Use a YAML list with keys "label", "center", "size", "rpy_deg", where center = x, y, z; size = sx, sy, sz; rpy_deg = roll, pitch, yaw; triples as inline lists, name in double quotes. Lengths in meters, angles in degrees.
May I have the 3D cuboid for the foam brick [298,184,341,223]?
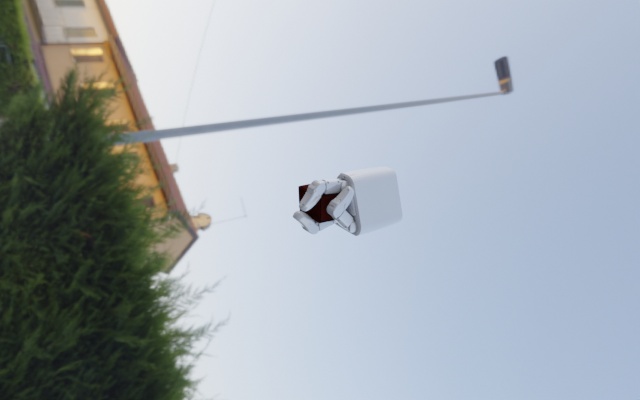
- label: "foam brick"
  center: [0.000, 0.003, 0.886]
  size: [0.051, 0.053, 0.078]
  rpy_deg: [-13, 23, -29]
